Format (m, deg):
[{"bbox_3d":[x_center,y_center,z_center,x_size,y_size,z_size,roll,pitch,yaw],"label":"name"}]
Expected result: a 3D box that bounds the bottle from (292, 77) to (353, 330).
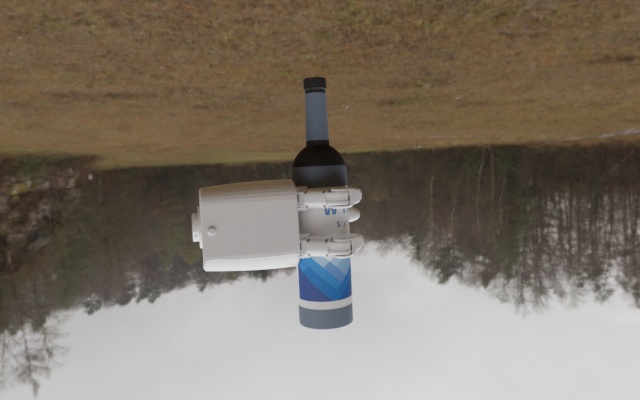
[{"bbox_3d":[0.000,0.002,0.579,0.069,0.296,0.069,-3,4,0],"label":"bottle"}]
